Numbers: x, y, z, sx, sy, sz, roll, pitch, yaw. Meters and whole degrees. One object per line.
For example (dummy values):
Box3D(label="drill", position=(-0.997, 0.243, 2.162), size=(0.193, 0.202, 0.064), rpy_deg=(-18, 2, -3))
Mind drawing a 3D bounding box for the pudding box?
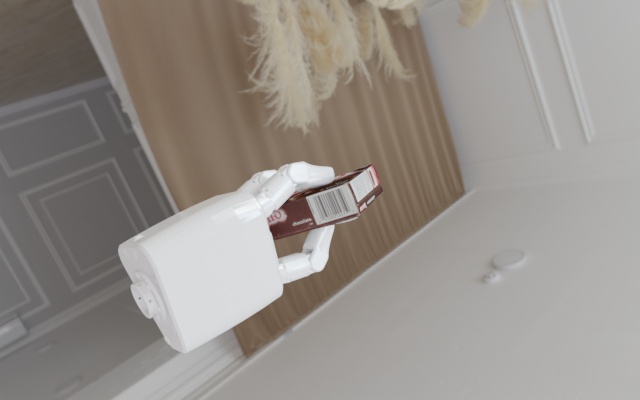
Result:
Box3D(label="pudding box", position=(0.000, 0.002, 0.508), size=(0.113, 0.039, 0.090), rpy_deg=(-16, 10, 26))
